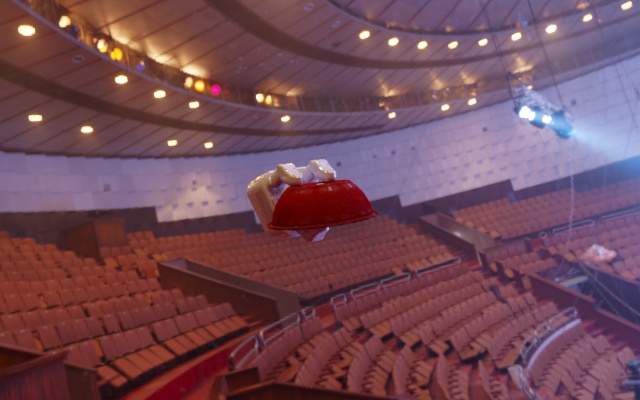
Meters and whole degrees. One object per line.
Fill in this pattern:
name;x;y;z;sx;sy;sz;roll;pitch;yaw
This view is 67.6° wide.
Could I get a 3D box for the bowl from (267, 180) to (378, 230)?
bowl;0.001;0.002;0.690;0.162;0.055;0.162;-6;5;1
